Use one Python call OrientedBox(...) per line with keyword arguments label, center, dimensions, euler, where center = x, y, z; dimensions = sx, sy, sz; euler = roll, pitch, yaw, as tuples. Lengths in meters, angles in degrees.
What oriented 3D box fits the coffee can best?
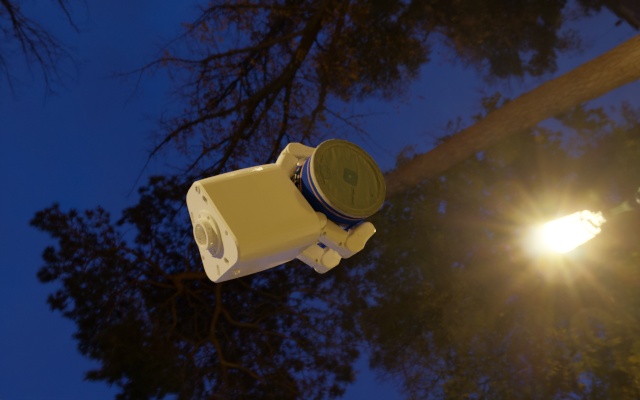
OrientedBox(label="coffee can", center=(0.000, 0.002, 0.607), dimensions=(0.103, 0.102, 0.140), euler=(0, -26, -34))
